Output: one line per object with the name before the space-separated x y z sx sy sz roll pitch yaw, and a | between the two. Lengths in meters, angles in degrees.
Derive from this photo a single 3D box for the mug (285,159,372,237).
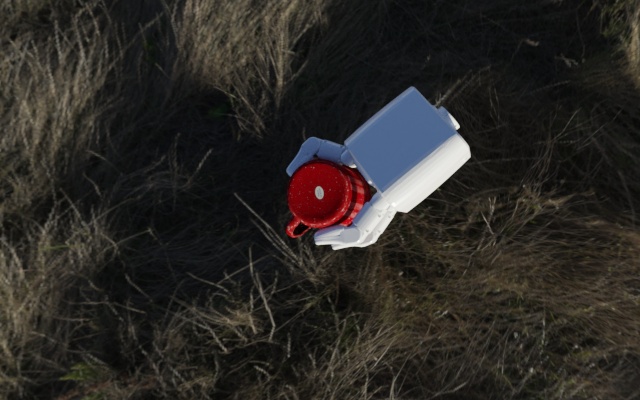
mug | -0.001 0.003 0.595 0.117 0.093 0.081 -43 -17 12
